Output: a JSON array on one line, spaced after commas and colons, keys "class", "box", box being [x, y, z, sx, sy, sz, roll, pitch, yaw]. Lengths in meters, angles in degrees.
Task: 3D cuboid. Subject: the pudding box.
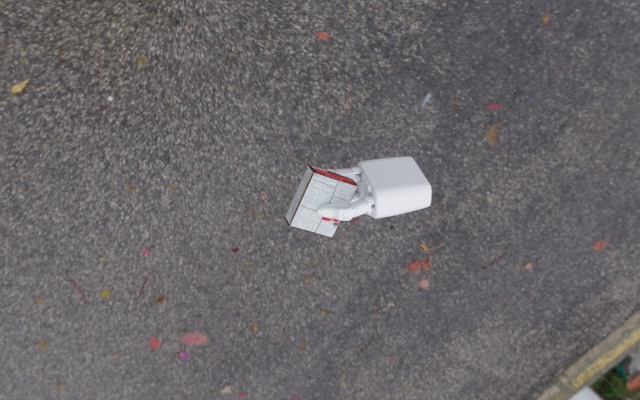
[{"class": "pudding box", "box": [0.000, 0.003, 0.836, 0.090, 0.113, 0.039, 17, 18, -23]}]
